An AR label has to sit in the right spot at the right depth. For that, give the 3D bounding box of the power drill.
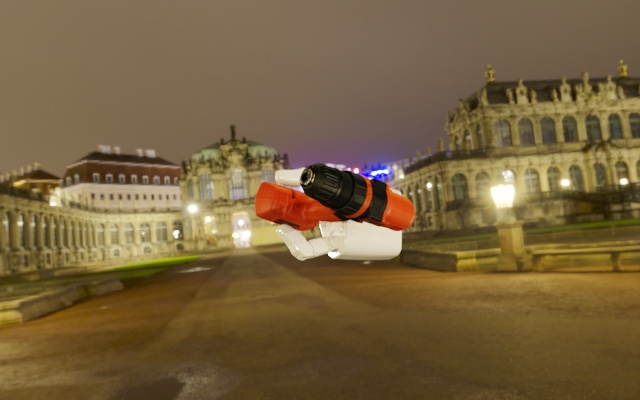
[{"bbox_3d":[0.000,0.002,0.616,0.187,0.057,0.184,-2,-18,46],"label":"power drill"}]
